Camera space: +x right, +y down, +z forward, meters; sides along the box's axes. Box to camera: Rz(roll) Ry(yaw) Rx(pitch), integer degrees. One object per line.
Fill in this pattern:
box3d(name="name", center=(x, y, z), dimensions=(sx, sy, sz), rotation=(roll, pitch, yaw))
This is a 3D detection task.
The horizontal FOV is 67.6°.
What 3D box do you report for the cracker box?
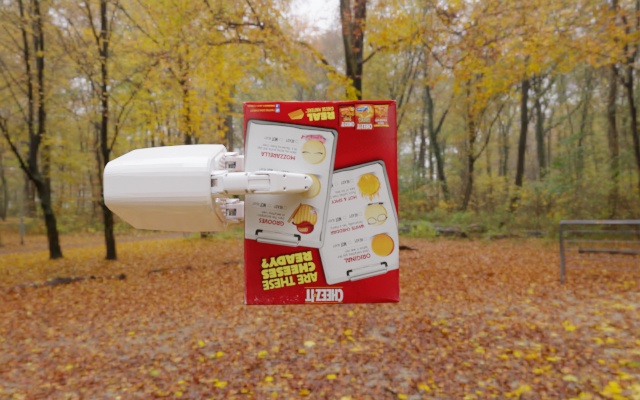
box3d(name="cracker box", center=(0.000, 0.002, 0.526), dimensions=(0.164, 0.213, 0.072), rotation=(-1, -1, 0))
